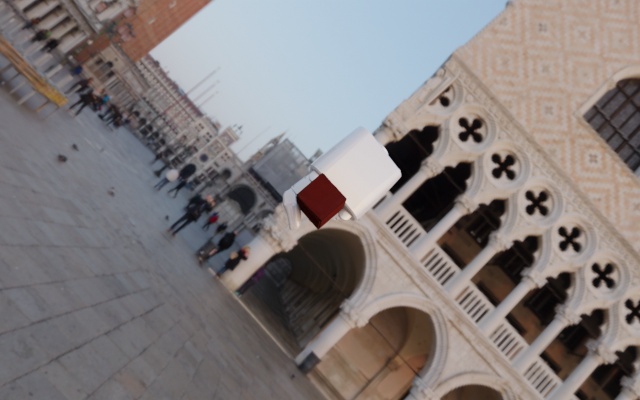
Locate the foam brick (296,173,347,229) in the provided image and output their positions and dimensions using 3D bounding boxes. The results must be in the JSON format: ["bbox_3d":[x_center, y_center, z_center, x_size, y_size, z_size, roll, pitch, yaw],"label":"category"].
[{"bbox_3d":[0.000,0.002,0.701,0.051,0.053,0.078,-40,-7,-9],"label":"foam brick"}]
